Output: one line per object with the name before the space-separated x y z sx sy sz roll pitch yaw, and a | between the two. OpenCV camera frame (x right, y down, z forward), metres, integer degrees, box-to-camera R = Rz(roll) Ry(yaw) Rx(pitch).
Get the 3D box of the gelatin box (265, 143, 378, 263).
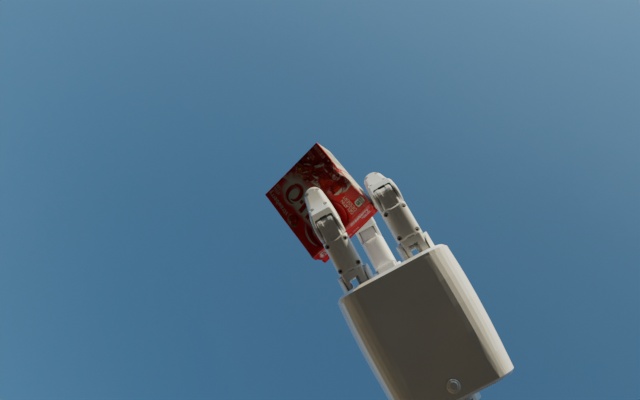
gelatin box | 0.000 0.001 0.449 0.089 0.073 0.030 52 12 30
